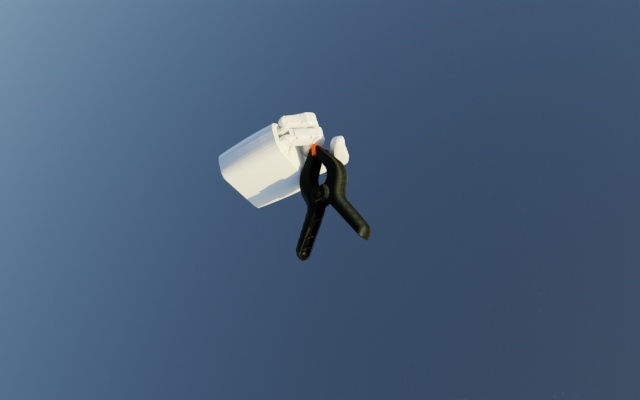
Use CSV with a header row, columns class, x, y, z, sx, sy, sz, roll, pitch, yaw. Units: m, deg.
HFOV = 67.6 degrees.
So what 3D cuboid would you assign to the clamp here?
class,x,y,z,sx,sy,sz,roll,pitch,yaw
clamp,0.000,0.002,0.693,0.120,0.171,0.039,-27,-31,20
